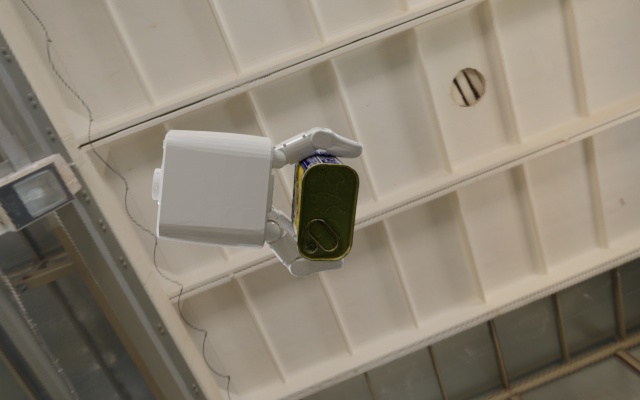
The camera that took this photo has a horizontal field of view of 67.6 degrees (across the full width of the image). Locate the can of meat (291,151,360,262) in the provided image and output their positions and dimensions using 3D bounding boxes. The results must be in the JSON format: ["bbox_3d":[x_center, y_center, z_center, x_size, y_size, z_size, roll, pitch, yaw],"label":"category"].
[{"bbox_3d":[0.000,0.001,0.510,0.057,0.102,0.084,2,17,-11],"label":"can of meat"}]
